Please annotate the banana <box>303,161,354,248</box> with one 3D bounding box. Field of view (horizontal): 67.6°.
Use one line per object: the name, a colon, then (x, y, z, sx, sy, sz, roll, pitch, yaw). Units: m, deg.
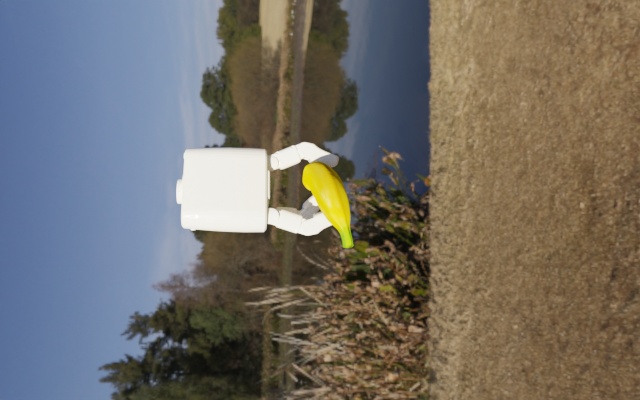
banana: (0.002, -0.014, 0.603, 0.037, 0.070, 0.197, -2, 24, -12)
